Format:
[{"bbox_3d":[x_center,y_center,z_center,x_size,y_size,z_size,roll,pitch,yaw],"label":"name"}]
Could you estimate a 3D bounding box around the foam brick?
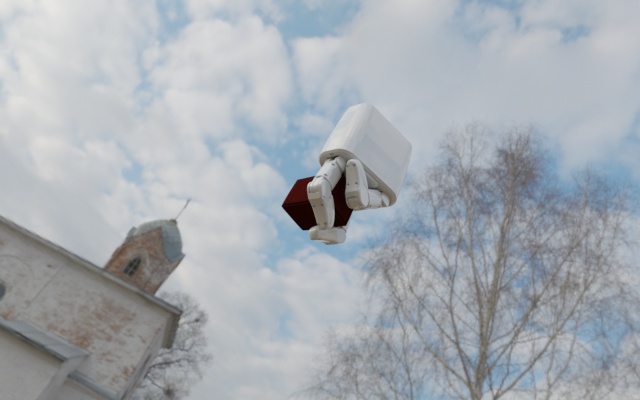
[{"bbox_3d":[0.000,0.002,0.631,0.078,0.051,0.053,-9,-48,38],"label":"foam brick"}]
